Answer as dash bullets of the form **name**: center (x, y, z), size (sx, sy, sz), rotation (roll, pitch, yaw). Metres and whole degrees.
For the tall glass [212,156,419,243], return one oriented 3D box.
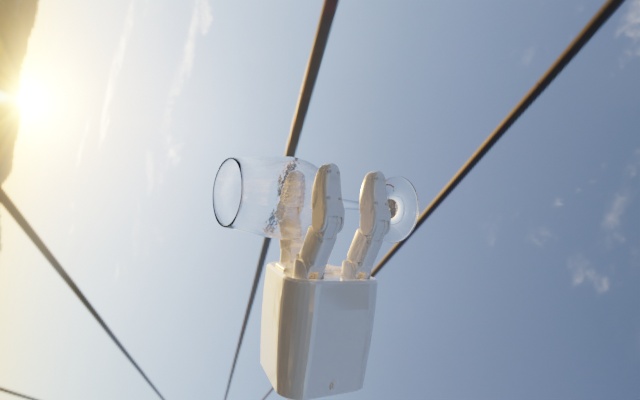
- **tall glass**: center (0.001, 0.001, 0.469), size (0.201, 0.079, 0.079), rotation (6, -4, -35)
